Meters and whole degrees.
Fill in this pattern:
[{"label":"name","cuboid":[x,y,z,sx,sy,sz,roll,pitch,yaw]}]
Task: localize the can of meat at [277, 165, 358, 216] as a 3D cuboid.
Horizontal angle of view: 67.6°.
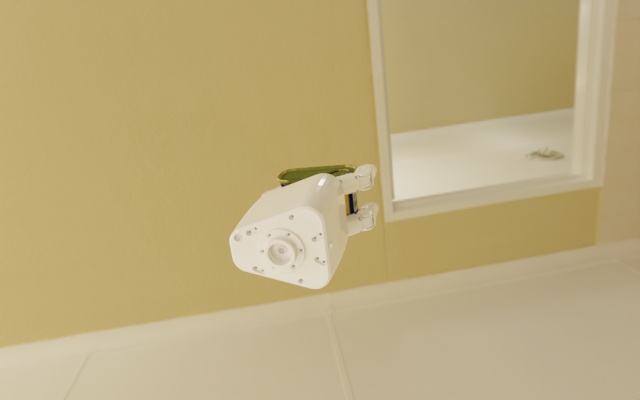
[{"label":"can of meat","cuboid":[0.000,0.002,0.632,0.102,0.084,0.057,-4,18,9]}]
